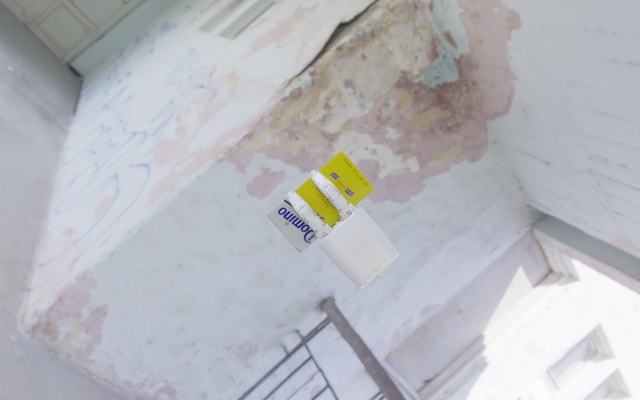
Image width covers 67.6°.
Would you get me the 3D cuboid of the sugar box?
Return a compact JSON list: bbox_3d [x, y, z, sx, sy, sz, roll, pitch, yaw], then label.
[{"bbox_3d":[0.000,0.003,0.853,0.176,0.093,0.048,-42,0,-2],"label":"sugar box"}]
